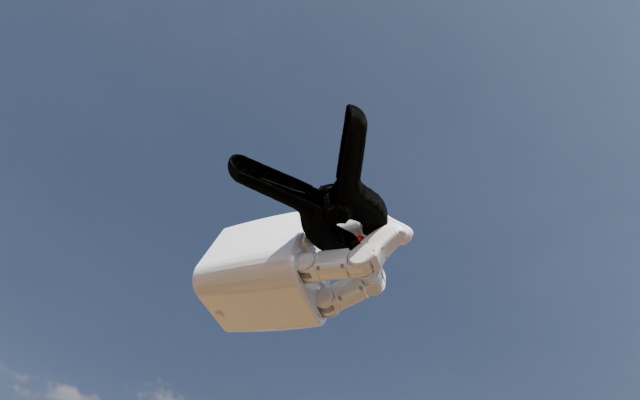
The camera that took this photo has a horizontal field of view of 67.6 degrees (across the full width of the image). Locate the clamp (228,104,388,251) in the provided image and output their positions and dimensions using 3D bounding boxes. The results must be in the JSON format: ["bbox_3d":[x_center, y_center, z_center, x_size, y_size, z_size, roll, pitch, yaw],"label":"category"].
[{"bbox_3d":[0.000,0.001,0.422,0.120,0.172,0.039,-10,41,16],"label":"clamp"}]
